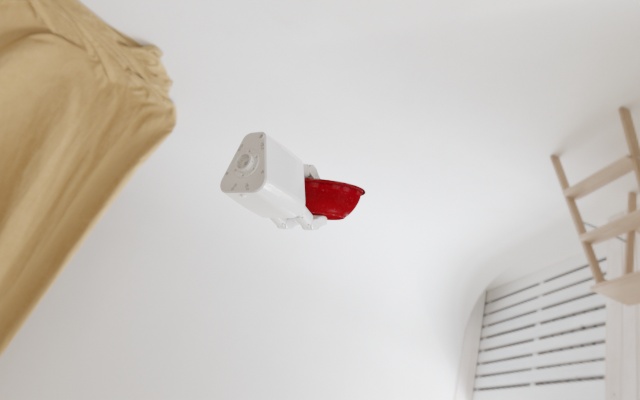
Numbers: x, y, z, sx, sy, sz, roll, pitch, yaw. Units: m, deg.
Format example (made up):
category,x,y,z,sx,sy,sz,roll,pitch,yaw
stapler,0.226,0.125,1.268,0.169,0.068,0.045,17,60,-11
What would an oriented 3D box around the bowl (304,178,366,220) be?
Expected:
category,x,y,z,sx,sy,sz,roll,pitch,yaw
bowl,0.001,0.004,0.877,0.162,0.055,0.162,5,-9,1
